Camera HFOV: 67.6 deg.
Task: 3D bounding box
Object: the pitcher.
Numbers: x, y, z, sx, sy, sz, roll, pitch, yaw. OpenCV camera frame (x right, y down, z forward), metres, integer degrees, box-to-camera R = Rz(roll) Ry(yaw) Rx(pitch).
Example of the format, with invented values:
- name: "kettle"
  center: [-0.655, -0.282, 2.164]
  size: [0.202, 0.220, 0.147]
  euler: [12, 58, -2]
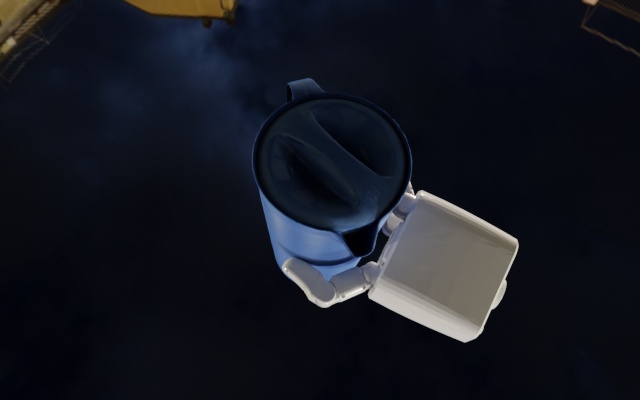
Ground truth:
- name: "pitcher"
  center: [0.000, 0.002, 0.503]
  size: [0.145, 0.149, 0.243]
  euler: [25, -24, 7]
